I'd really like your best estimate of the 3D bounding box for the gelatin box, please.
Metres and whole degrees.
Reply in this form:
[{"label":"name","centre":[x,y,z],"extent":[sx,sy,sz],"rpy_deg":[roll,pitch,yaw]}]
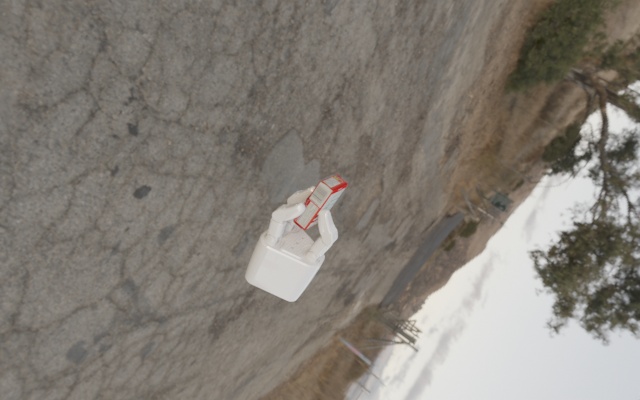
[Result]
[{"label":"gelatin box","centre":[0.001,0.003,0.797],"extent":[0.030,0.089,0.073],"rpy_deg":[40,23,11]}]
